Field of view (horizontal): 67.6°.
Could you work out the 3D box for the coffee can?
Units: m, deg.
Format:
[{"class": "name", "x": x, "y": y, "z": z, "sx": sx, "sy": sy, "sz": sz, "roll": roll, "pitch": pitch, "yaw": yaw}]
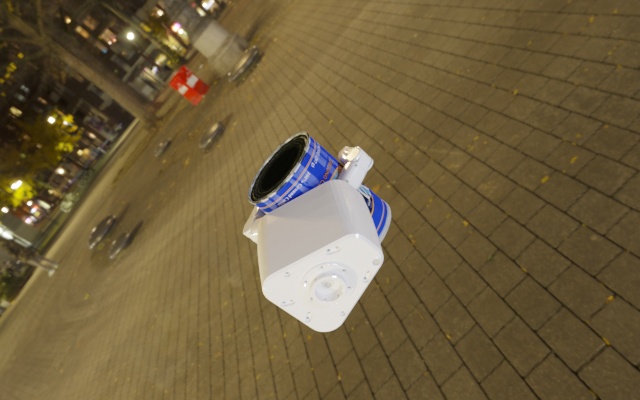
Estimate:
[{"class": "coffee can", "x": 0.000, "y": 0.002, "z": 0.568, "sx": 0.140, "sy": 0.102, "sz": 0.103, "roll": 39, "pitch": -19, "yaw": -24}]
